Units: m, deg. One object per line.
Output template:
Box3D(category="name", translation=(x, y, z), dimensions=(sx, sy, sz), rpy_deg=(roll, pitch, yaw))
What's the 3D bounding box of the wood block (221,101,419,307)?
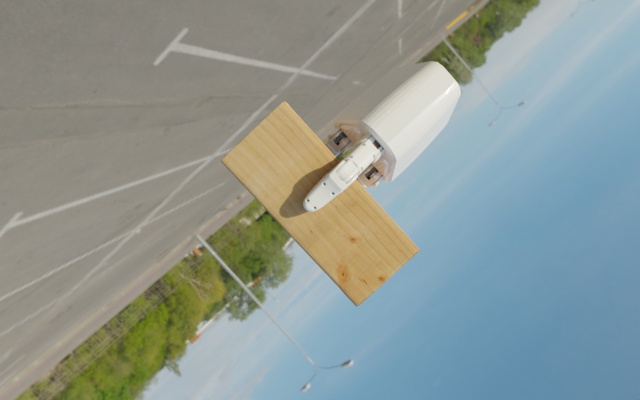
Box3D(category="wood block", translation=(0.000, 0.002, 0.526), dimensions=(0.090, 0.206, 0.091), rpy_deg=(-43, 4, 3))
